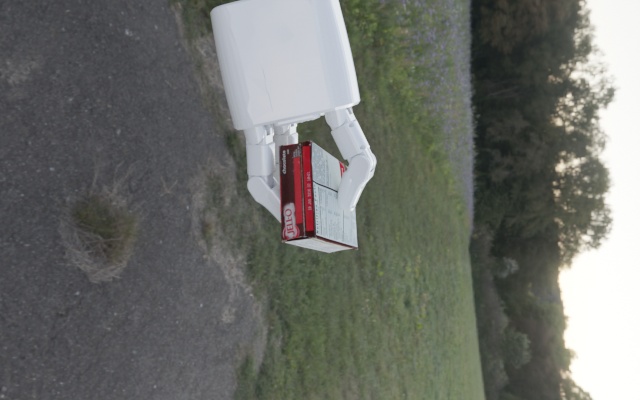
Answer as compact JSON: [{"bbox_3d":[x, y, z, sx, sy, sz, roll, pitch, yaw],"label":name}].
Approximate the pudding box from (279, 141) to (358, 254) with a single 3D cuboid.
[{"bbox_3d":[0.000,0.001,0.465,0.039,0.090,0.113,-8,-14,24],"label":"pudding box"}]
